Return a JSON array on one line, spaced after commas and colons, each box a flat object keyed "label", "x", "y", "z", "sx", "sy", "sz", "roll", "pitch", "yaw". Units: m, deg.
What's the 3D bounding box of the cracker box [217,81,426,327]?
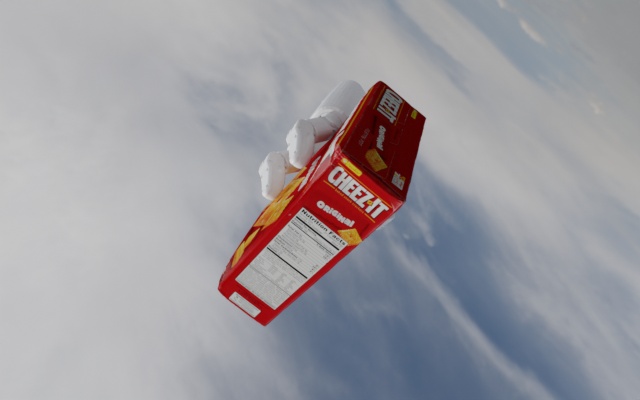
[{"label": "cracker box", "x": 0.000, "y": 0.002, "z": 0.472, "sx": 0.214, "sy": 0.072, "sz": 0.164, "roll": -47, "pitch": 10, "yaw": 35}]
